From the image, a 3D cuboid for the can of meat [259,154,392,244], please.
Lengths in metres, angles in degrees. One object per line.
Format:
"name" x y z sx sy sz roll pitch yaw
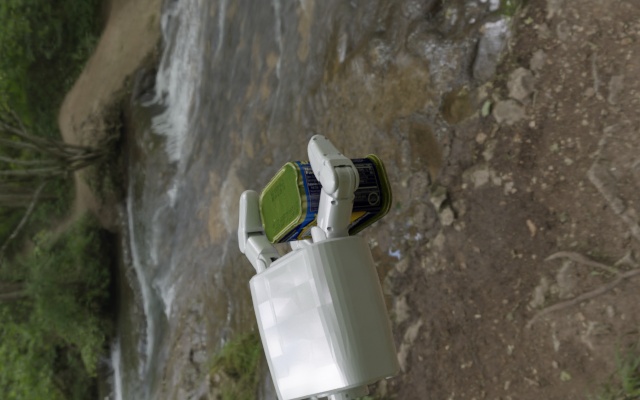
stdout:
"can of meat" 0.000 0.001 0.427 0.084 0.057 0.102 -5 -18 -27
